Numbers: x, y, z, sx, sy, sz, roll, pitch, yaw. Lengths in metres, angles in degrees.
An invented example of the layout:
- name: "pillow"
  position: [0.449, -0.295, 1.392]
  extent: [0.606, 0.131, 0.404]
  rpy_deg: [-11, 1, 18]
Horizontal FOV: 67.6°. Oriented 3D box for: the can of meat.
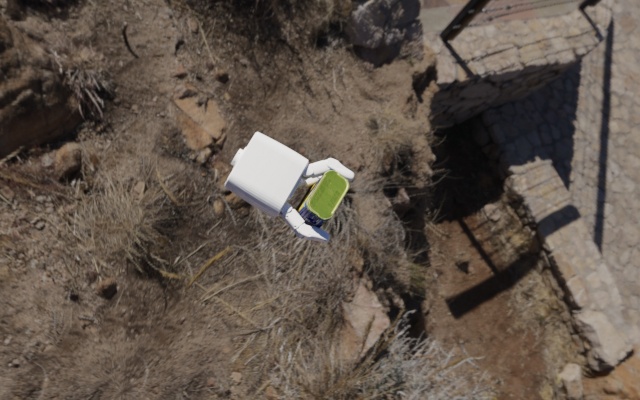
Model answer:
- name: "can of meat"
  position: [0.000, 0.003, 0.860]
  extent: [0.057, 0.102, 0.084]
  rpy_deg: [35, -29, -6]
